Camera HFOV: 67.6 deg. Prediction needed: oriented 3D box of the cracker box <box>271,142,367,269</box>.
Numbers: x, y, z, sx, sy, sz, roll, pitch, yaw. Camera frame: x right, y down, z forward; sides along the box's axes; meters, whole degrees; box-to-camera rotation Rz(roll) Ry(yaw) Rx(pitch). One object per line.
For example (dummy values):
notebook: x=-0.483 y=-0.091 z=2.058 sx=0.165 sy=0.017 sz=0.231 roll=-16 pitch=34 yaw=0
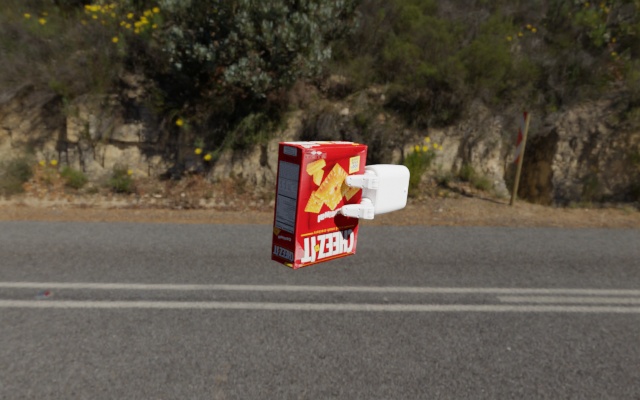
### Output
cracker box: x=0.000 y=0.003 z=0.864 sx=0.164 sy=0.214 sz=0.072 roll=-7 pitch=17 yaw=-44
